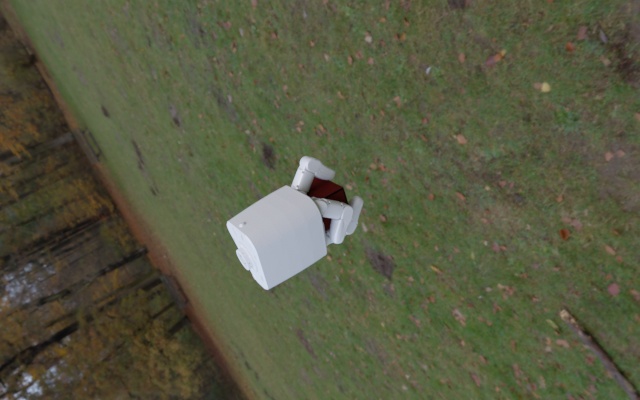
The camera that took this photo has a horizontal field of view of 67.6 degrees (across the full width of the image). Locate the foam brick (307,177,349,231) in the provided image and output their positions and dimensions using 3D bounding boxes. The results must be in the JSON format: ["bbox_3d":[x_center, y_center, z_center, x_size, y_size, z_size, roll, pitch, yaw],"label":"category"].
[{"bbox_3d":[0.000,0.002,0.730,0.051,0.053,0.078,-30,30,-22],"label":"foam brick"}]
